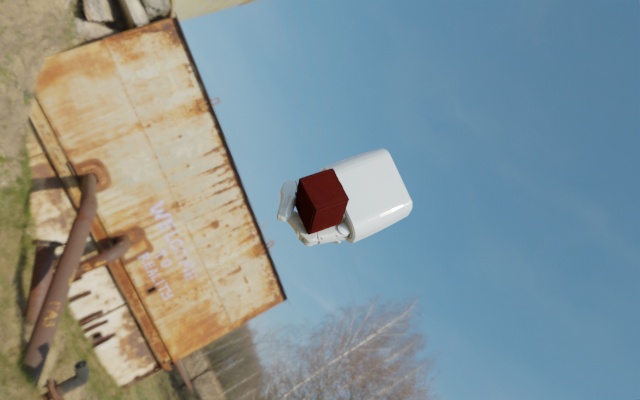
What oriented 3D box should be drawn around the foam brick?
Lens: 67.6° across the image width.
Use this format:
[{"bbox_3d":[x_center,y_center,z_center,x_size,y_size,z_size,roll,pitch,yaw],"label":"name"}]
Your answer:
[{"bbox_3d":[0.000,0.002,0.651,0.051,0.053,0.078,-18,-24,-17],"label":"foam brick"}]
